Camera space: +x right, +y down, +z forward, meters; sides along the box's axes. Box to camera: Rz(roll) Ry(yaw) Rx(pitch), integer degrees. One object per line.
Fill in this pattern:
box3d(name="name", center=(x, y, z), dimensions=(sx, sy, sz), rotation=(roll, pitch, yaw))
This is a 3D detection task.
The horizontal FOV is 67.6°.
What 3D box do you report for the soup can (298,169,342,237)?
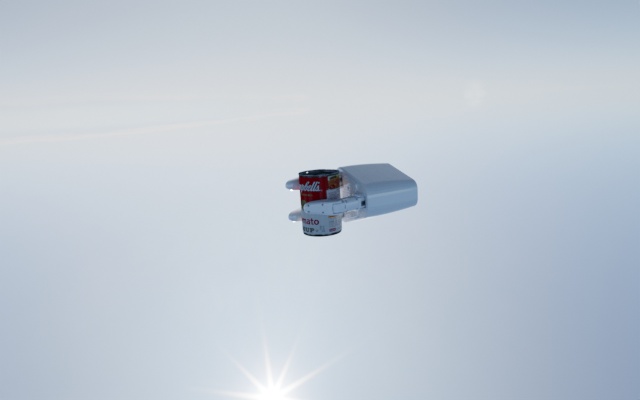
box3d(name="soup can", center=(0.000, 0.003, 0.790), dimensions=(0.068, 0.102, 0.068), rotation=(-3, 12, 1))
